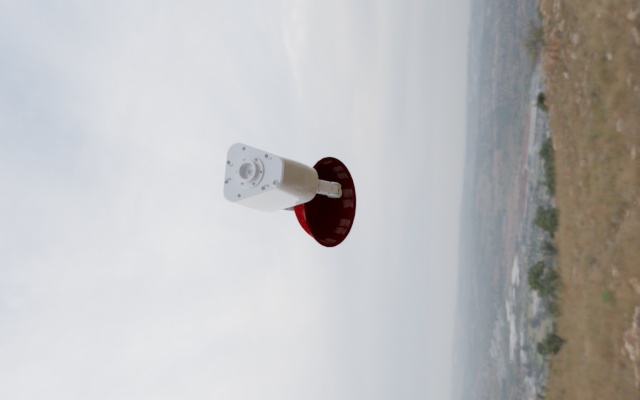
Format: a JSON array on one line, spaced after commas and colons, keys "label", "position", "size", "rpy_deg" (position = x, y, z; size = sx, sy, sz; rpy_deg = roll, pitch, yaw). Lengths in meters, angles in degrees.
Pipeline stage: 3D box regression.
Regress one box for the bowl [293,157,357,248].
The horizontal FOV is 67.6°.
[{"label": "bowl", "position": [0.001, 0.003, 0.864], "size": [0.055, 0.162, 0.162], "rpy_deg": [0, 0, 37]}]
